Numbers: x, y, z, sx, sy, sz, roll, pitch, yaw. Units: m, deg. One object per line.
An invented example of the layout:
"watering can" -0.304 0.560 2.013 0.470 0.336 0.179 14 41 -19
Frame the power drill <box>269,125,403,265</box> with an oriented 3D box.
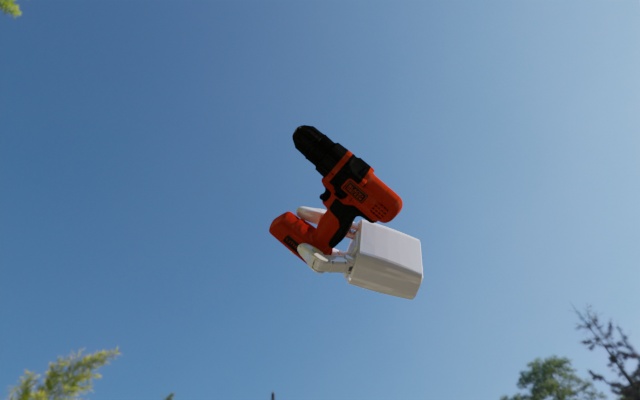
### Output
"power drill" 0.000 0.003 0.705 0.188 0.184 0.057 -49 1 38
